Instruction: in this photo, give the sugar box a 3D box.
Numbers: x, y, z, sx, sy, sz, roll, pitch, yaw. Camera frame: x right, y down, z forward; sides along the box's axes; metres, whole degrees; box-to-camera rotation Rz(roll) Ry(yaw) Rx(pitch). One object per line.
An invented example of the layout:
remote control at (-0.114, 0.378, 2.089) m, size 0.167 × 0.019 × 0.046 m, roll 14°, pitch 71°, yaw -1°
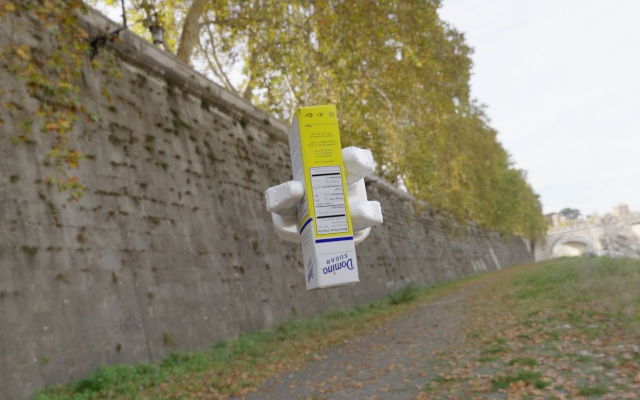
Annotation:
sugar box at (0.001, 0.001, 0.490) m, size 0.048 × 0.176 × 0.093 m, roll -8°, pitch -10°, yaw -10°
